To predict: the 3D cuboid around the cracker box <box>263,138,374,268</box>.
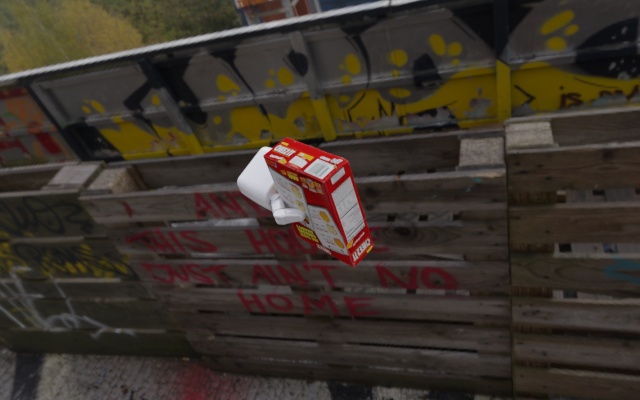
[{"bbox_3d":[0.000,0.003,0.879,0.164,0.214,0.072,25,57,41],"label":"cracker box"}]
